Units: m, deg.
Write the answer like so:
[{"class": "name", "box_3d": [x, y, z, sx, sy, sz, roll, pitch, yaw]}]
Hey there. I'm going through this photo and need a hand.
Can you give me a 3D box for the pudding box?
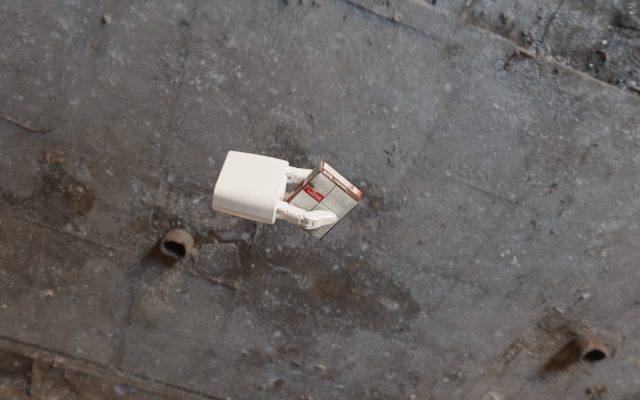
[{"class": "pudding box", "box_3d": [0.000, 0.003, 0.810, 0.090, 0.113, 0.039, 38, 30, -15]}]
